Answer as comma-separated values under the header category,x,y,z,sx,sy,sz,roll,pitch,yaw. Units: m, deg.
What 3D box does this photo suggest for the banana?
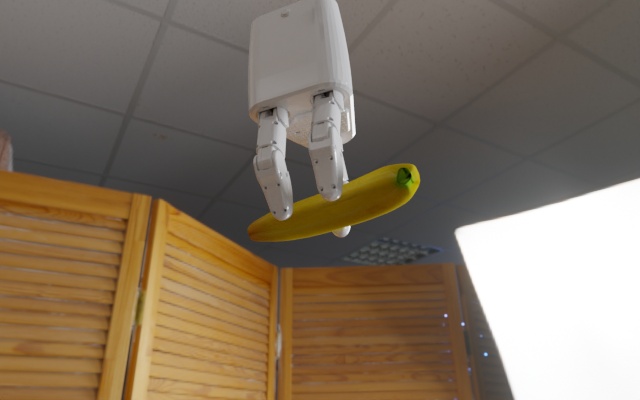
category,x,y,z,sx,sy,sz,roll,pitch,yaw
banana,0.016,0.003,0.426,0.069,0.037,0.198,9,-23,-43
